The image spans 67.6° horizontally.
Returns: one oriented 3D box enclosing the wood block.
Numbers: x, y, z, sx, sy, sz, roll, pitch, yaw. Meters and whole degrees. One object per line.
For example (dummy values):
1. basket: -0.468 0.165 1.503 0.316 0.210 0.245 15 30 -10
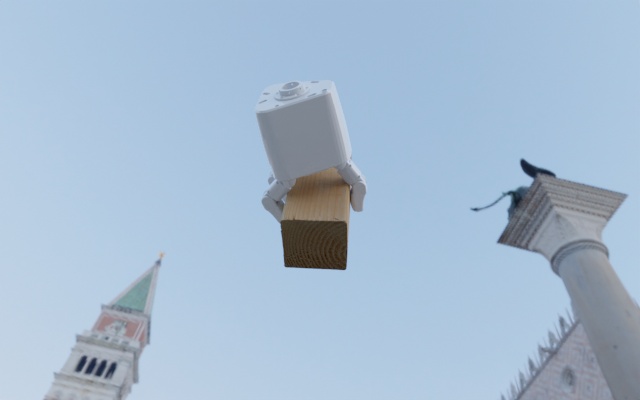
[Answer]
1. wood block: 0.000 0.002 0.729 0.091 0.090 0.206 2 36 5
